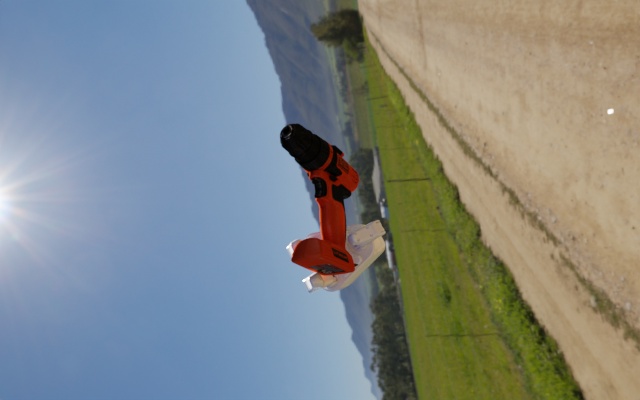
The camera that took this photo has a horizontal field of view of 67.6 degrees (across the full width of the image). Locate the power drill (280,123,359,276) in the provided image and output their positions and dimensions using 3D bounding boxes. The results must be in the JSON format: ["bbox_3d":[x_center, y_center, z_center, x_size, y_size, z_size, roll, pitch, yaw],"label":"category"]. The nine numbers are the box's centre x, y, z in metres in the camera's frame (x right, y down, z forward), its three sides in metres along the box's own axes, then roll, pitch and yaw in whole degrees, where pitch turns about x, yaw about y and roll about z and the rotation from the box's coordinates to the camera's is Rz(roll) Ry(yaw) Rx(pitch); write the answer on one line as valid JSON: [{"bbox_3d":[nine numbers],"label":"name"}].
[{"bbox_3d":[0.000,0.003,0.677,0.057,0.187,0.184,-11,-26,31],"label":"power drill"}]
